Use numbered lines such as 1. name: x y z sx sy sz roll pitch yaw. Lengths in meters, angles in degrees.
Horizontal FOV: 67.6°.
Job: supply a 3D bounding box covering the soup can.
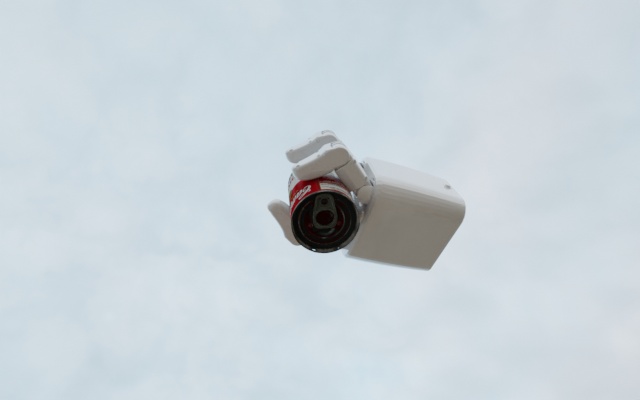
1. soup can: 0.000 0.002 0.509 0.068 0.068 0.102 0 24 -6
